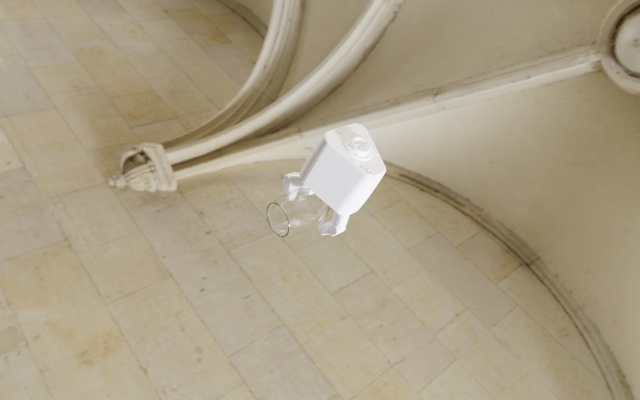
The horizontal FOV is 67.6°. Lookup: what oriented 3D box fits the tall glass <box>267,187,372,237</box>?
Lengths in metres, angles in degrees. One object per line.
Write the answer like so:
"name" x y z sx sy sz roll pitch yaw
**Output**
"tall glass" 0.001 0.003 0.866 0.201 0.079 0.079 -23 14 -37
